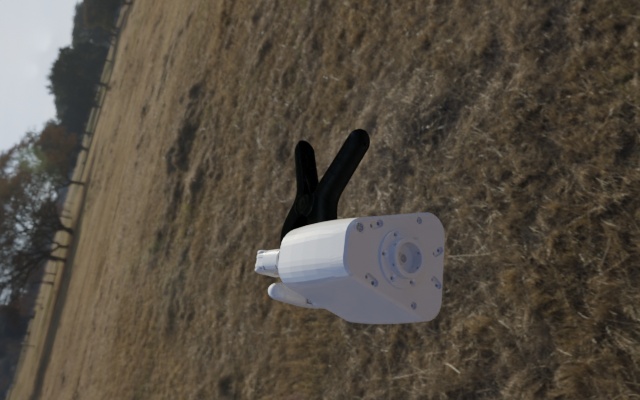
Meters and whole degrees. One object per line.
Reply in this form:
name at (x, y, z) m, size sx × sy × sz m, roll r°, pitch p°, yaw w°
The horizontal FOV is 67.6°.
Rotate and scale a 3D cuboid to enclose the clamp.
clamp at (-0.001, 0.002, 0.508) m, size 0.039 × 0.171 × 0.120 m, roll 16°, pitch -19°, yaw -29°
